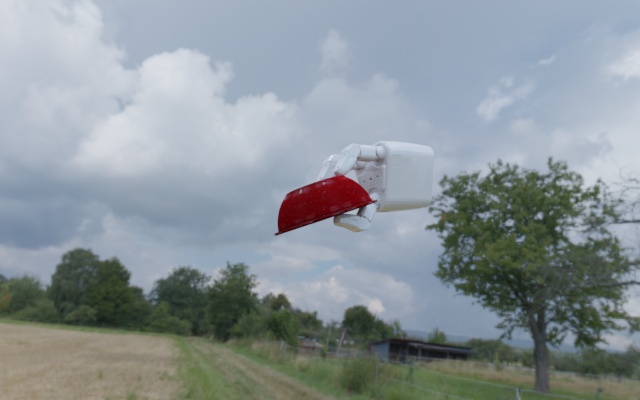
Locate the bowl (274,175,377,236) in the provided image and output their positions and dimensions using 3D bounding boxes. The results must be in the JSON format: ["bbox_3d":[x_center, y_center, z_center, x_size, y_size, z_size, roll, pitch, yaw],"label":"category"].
[{"bbox_3d":[-0.001,0.002,0.713,0.162,0.055,0.162,-19,-2,-1],"label":"bowl"}]
